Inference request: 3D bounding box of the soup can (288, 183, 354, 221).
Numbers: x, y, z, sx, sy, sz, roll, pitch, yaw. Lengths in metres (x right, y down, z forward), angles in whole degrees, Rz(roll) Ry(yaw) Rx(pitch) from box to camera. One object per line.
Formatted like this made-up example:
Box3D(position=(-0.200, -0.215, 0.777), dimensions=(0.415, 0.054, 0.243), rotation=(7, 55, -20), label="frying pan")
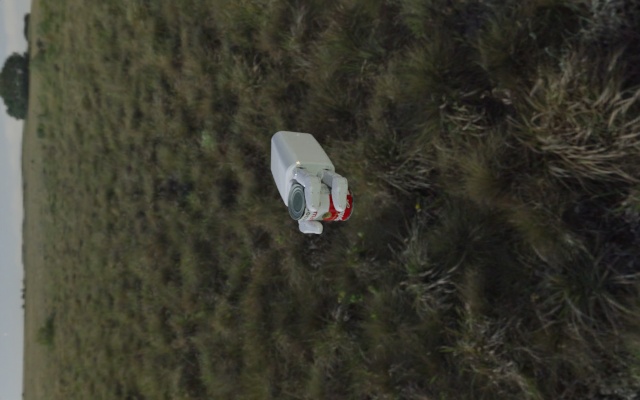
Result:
Box3D(position=(0.000, 0.003, 0.869), dimensions=(0.102, 0.068, 0.068), rotation=(1, -1, -31), label="soup can")
